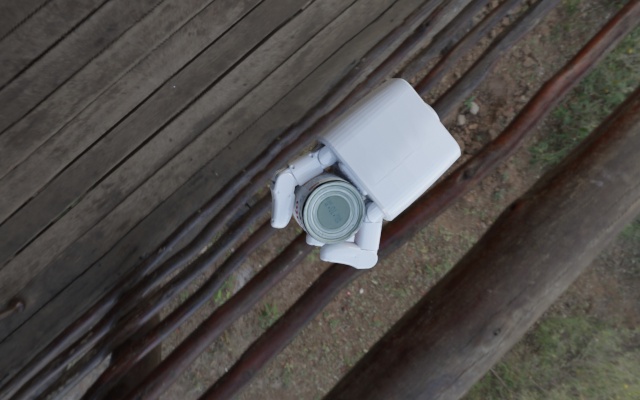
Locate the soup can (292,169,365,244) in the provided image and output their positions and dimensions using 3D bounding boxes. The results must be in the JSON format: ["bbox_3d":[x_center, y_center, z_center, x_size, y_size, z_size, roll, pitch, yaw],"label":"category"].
[{"bbox_3d":[0.000,0.002,0.518,0.068,0.068,0.102,0,13,-17],"label":"soup can"}]
